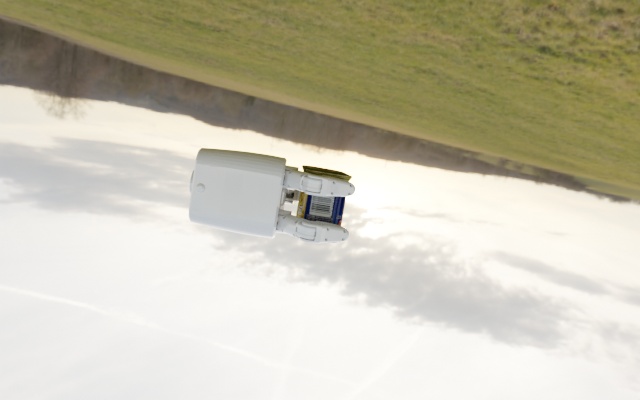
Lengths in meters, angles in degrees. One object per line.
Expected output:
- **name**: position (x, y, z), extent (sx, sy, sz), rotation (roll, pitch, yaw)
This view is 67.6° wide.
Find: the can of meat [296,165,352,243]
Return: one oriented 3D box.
- **can of meat**: position (0.000, 0.002, 0.614), extent (0.057, 0.084, 0.102), rotation (9, 7, -8)
